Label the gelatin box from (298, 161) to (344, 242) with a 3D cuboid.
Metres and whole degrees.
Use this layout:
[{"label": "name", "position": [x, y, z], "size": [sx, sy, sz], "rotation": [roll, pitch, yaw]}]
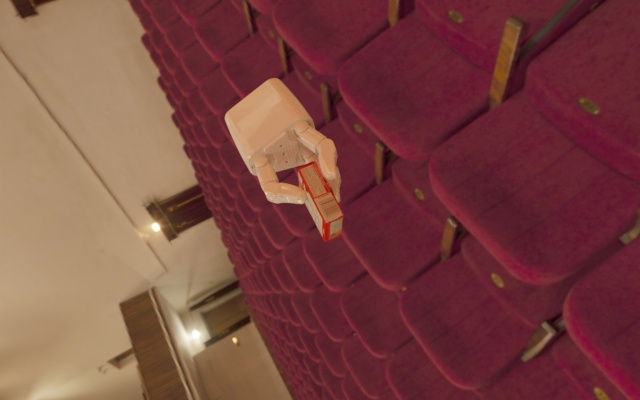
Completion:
[{"label": "gelatin box", "position": [0.000, 0.003, 0.644], "size": [0.030, 0.089, 0.073], "rotation": [-23, -22, -10]}]
